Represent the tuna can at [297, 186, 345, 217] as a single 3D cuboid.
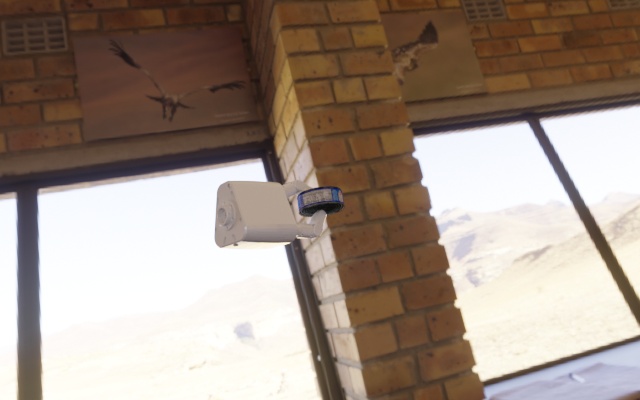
[{"bbox_3d":[0.000,0.002,0.878,0.086,0.033,0.086,-8,-16,-2],"label":"tuna can"}]
